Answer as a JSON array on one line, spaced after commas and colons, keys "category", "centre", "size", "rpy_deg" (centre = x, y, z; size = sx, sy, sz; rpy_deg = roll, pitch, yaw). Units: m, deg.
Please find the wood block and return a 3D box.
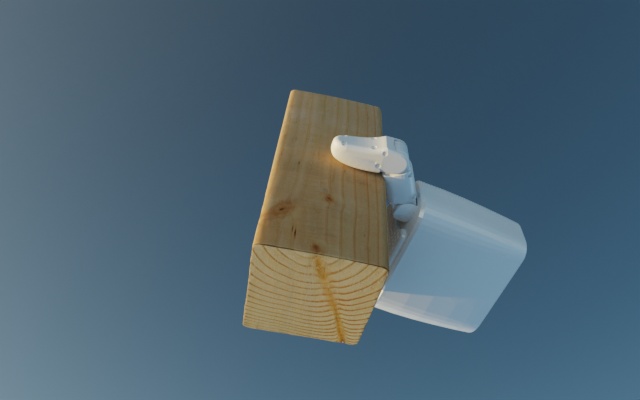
[{"category": "wood block", "centre": [0.001, 0.001, 0.403], "size": [0.090, 0.091, 0.206], "rpy_deg": [11, 40, -4]}]
